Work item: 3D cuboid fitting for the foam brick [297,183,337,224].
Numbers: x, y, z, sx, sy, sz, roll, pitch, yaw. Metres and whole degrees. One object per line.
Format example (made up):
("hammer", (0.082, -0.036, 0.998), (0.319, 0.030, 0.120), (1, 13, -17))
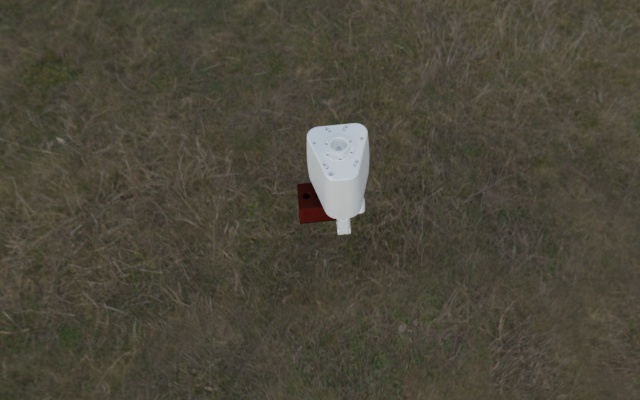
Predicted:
("foam brick", (0.000, 0.003, 0.815), (0.078, 0.053, 0.051), (-6, -32, 1))
